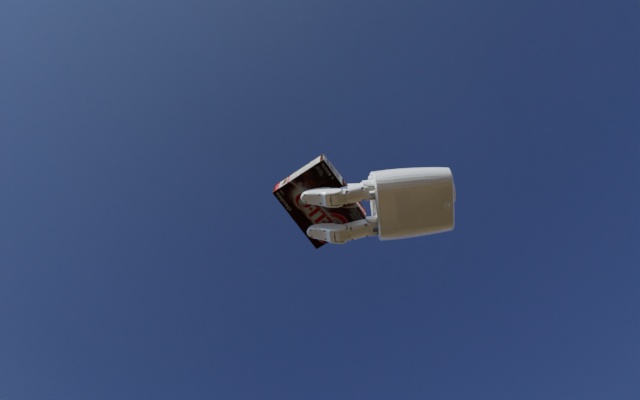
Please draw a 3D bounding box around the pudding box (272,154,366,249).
[{"bbox_3d":[0.000,0.002,0.690,0.090,0.113,0.039,-32,16,15],"label":"pudding box"}]
